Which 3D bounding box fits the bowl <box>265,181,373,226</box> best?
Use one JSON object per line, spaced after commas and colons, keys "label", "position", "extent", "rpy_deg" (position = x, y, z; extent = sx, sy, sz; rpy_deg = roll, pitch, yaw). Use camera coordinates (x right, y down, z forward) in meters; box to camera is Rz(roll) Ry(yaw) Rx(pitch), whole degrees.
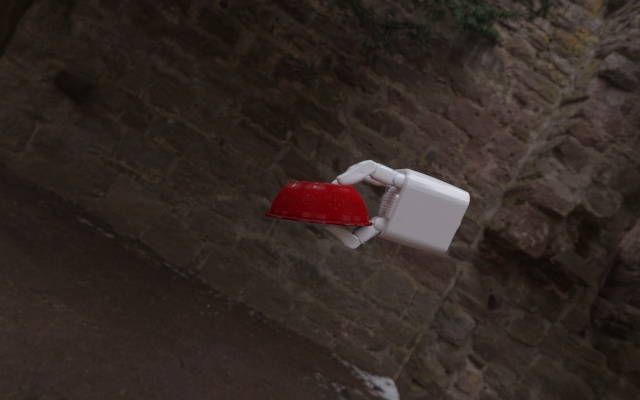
{"label": "bowl", "position": [-0.001, 0.002, 0.703], "extent": [0.162, 0.055, 0.162], "rpy_deg": [5, 1, 0]}
